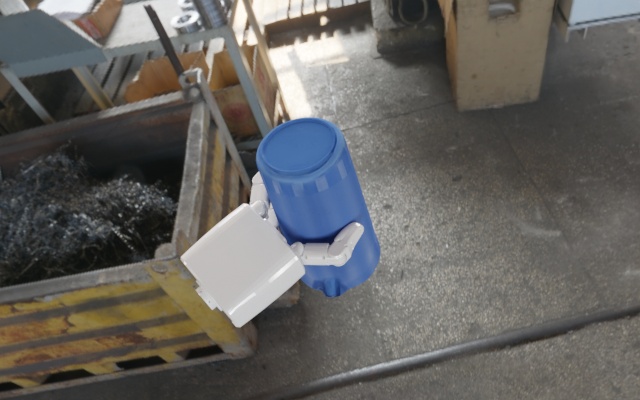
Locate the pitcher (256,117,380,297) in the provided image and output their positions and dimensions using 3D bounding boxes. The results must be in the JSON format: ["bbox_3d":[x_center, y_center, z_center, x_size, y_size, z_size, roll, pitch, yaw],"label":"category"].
[{"bbox_3d":[0.000,0.002,0.647,0.145,0.243,0.149,-39,52,-17],"label":"pitcher"}]
